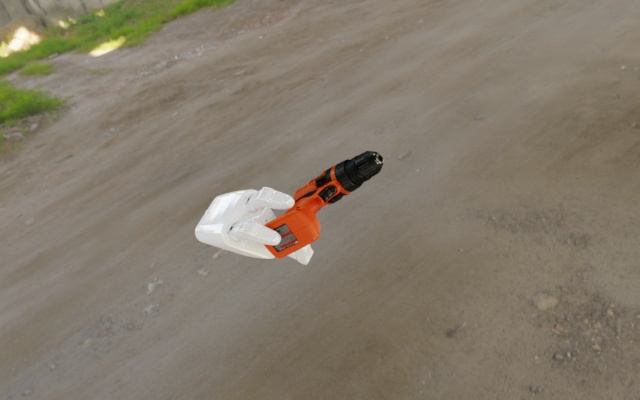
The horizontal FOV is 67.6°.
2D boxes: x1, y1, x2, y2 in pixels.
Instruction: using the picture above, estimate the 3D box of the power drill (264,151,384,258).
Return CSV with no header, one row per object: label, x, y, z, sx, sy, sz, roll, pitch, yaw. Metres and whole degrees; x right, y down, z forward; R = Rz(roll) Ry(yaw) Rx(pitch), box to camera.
power drill,0.000,0.003,0.735,0.184,0.057,0.187,-31,9,38
